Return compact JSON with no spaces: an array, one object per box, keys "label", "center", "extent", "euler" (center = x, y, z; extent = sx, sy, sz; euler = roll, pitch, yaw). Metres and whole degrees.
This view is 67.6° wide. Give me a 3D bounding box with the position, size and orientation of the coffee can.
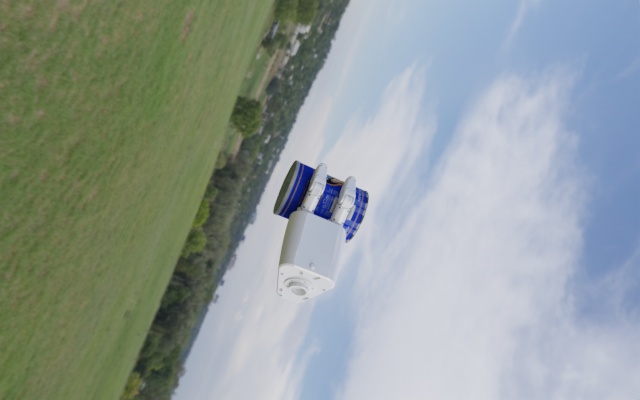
[{"label":"coffee can","center":[0.000,0.003,0.847],"extent":[0.140,0.103,0.103],"euler":[23,-5,-11]}]
